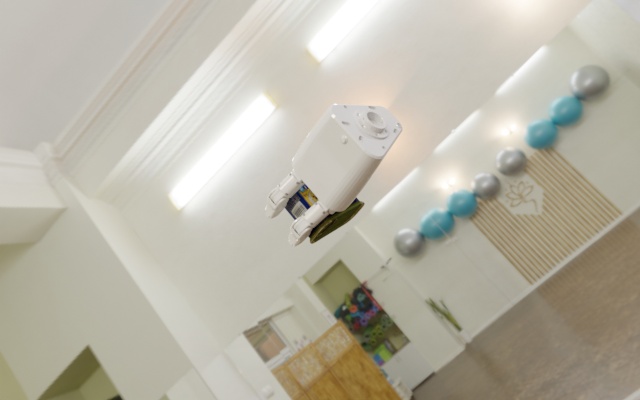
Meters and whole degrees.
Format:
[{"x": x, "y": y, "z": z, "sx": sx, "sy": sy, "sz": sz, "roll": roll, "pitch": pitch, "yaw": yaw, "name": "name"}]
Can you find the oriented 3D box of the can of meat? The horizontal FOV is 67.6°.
[{"x": 0.000, "y": 0.002, "z": 0.699, "sx": 0.102, "sy": 0.084, "sz": 0.057, "roll": -28, "pitch": -18, "yaw": -42, "name": "can of meat"}]
